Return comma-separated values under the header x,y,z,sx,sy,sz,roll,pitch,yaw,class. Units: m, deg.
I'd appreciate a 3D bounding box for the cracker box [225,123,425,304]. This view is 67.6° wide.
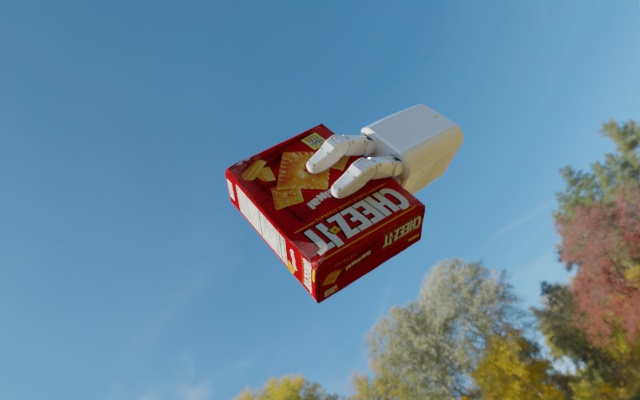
x,y,z,sx,sy,sz,roll,pitch,yaw,class
0.000,0.002,0.614,0.164,0.072,0.213,-28,49,-23,cracker box
